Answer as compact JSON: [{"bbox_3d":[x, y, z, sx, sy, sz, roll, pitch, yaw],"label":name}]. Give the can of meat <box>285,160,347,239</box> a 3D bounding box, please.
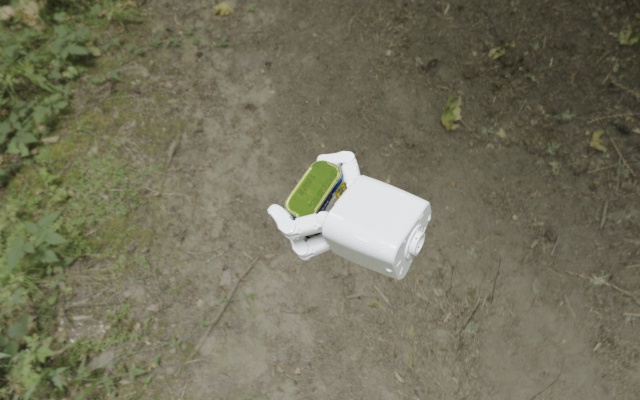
[{"bbox_3d":[0.000,0.002,0.704,0.057,0.102,0.084,25,-18,28],"label":"can of meat"}]
